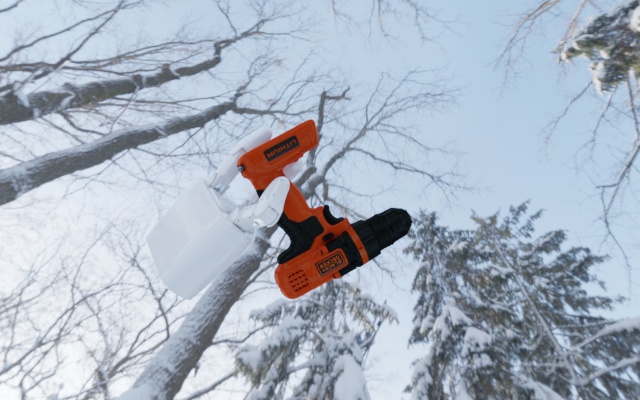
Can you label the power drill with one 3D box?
[{"bbox_3d":[0.000,0.002,0.574,0.184,0.187,0.057,-28,5,-10],"label":"power drill"}]
